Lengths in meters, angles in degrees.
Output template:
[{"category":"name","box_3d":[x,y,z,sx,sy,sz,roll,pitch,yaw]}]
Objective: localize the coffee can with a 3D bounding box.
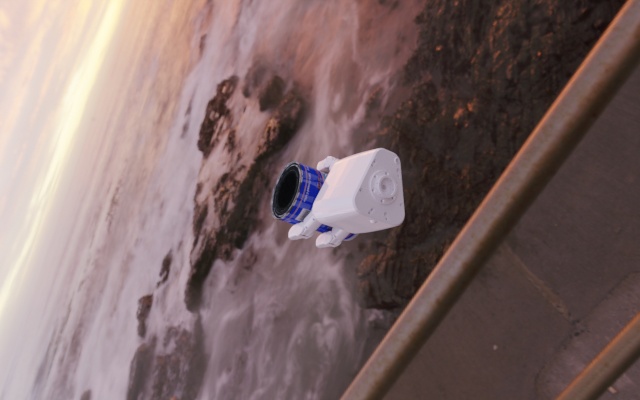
[{"category":"coffee can","box_3d":[0.000,0.003,0.821,0.140,0.103,0.103,19,-9,-27]}]
